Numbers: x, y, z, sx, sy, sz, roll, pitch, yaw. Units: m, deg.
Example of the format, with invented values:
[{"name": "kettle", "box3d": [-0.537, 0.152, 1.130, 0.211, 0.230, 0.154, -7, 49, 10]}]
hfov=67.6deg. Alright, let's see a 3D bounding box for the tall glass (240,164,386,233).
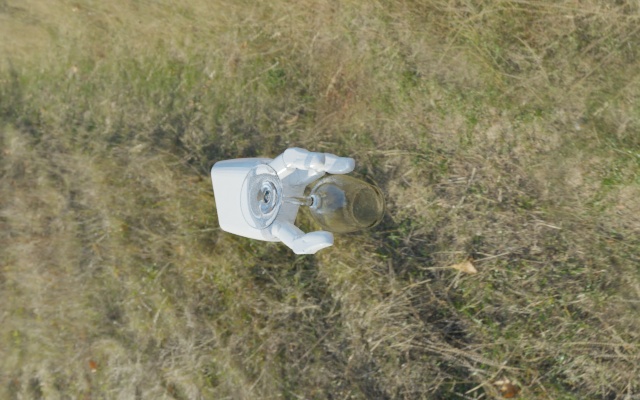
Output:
[{"name": "tall glass", "box3d": [0.000, 0.002, 0.608, 0.079, 0.079, 0.201, 0, -4, 44]}]
